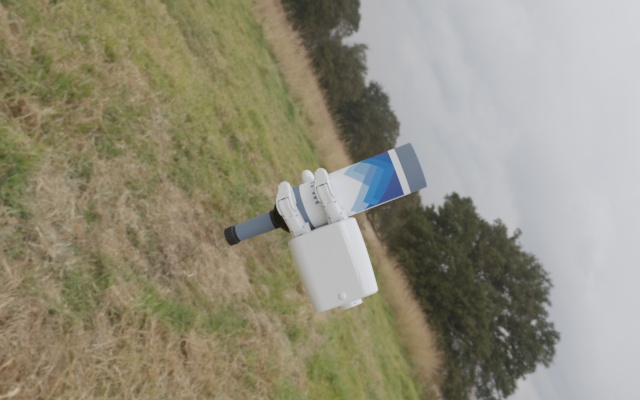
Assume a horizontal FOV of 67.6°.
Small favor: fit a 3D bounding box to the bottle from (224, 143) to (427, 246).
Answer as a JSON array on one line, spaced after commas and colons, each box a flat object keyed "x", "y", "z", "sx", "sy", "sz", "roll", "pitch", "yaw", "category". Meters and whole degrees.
[{"x": 0.000, "y": 0.002, "z": 0.684, "sx": 0.296, "sy": 0.069, "sz": 0.069, "roll": -21, "pitch": -3, "yaw": 8, "category": "bottle"}]
